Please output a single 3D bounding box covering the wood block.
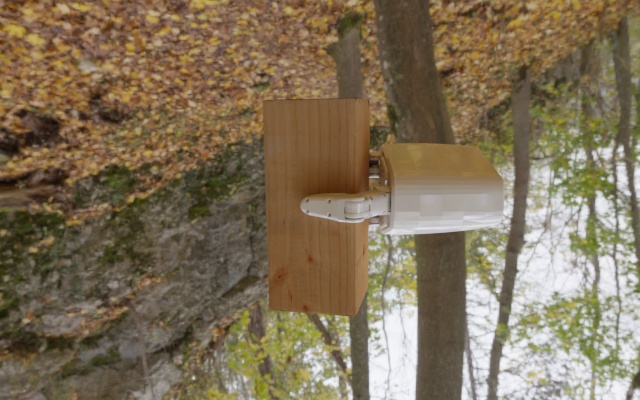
[{"bbox_3d":[0.000,0.002,0.489,0.090,0.206,0.091,2,10,14],"label":"wood block"}]
